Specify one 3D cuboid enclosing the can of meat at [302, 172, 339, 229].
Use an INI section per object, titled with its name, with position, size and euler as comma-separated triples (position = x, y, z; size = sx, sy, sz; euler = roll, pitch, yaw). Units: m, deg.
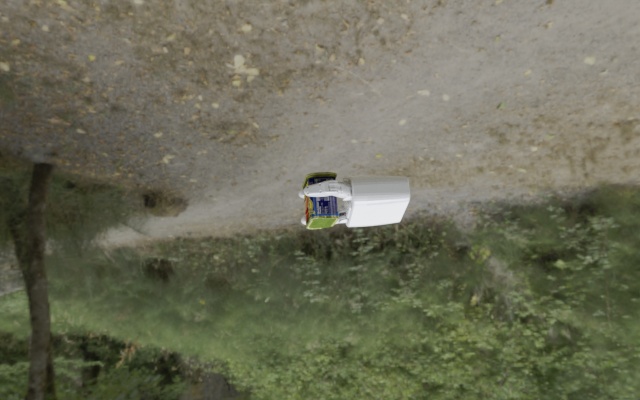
[can of meat]
position = 0.000, 0.003, 0.879
size = 0.057, 0.084, 0.102
euler = -2, -14, -9
